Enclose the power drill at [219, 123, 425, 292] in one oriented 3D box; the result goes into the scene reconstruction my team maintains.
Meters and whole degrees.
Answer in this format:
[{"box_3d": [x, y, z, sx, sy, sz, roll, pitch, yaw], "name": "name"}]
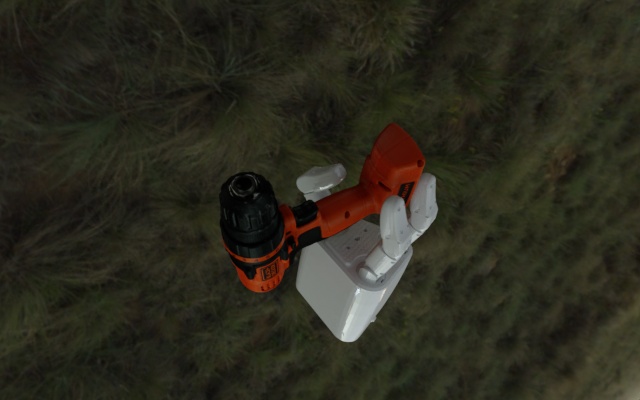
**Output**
[{"box_3d": [0.000, 0.001, 0.429, 0.187, 0.057, 0.184, -27, -22, -16], "name": "power drill"}]
